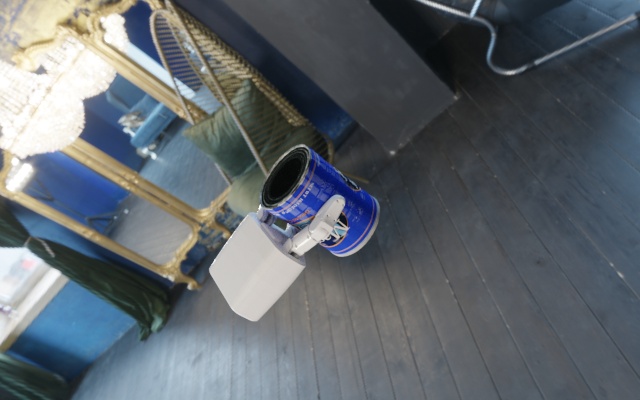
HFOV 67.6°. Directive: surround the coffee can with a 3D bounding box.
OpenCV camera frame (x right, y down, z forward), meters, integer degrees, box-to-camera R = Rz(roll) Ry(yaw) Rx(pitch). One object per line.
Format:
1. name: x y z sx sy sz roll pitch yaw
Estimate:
1. coffee can: 0.000 0.002 0.673 0.140 0.102 0.103 35 -19 -30
